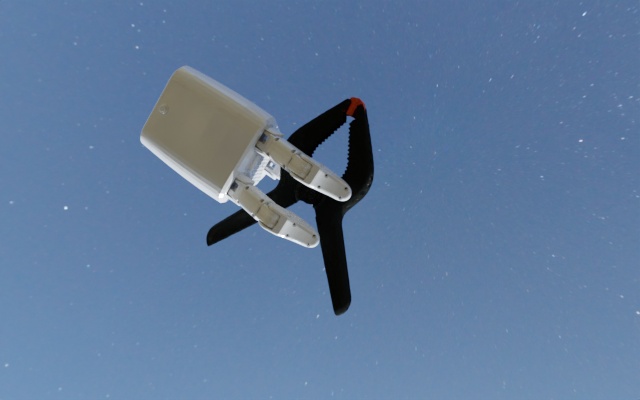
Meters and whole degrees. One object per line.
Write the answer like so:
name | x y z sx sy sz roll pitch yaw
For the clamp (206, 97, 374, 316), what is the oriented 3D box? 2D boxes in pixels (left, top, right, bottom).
clamp | 0.000 0.001 0.477 0.164 0.210 0.036 34 11 4
